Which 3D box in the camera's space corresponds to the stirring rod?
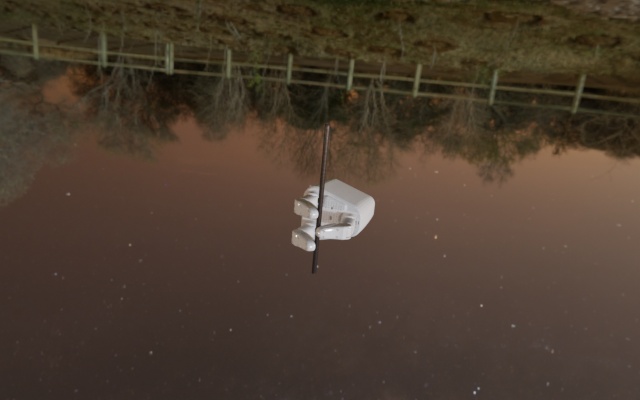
[{"bbox_3d":[0.000,0.002,0.745,0.011,0.239,0.011,5,16,-1],"label":"stirring rod"}]
